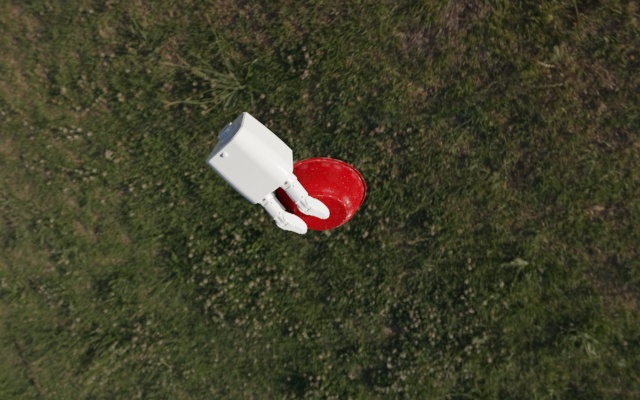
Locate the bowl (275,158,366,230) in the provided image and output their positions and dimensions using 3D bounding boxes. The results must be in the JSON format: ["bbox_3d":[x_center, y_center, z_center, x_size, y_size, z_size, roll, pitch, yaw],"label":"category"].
[{"bbox_3d":[0.001,0.004,0.830,0.162,0.055,0.162,0,-43,0],"label":"bowl"}]
